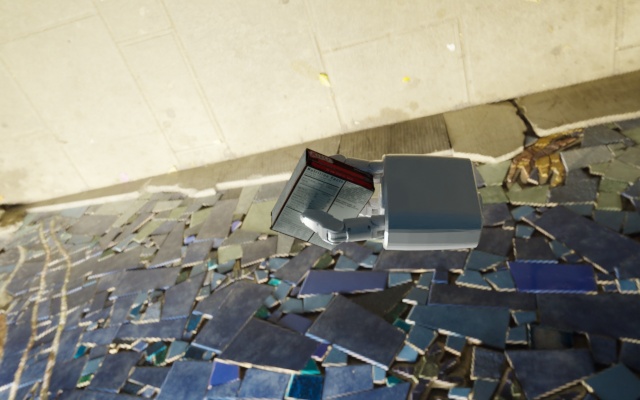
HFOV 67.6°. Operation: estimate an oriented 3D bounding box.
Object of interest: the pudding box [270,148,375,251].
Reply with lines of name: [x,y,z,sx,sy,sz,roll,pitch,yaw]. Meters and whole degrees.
pudding box: [0.000,0.002,0.576,0.090,0.113,0.039,21,34,-15]
